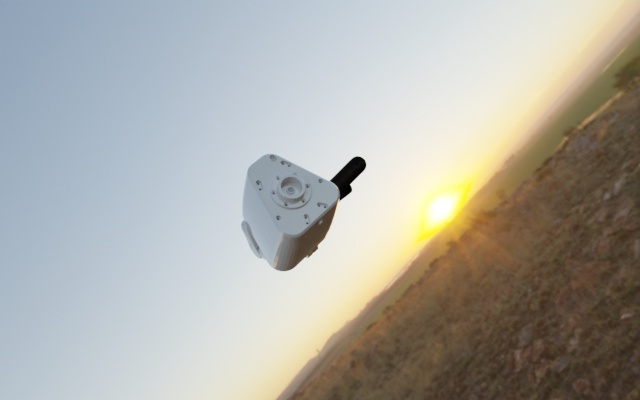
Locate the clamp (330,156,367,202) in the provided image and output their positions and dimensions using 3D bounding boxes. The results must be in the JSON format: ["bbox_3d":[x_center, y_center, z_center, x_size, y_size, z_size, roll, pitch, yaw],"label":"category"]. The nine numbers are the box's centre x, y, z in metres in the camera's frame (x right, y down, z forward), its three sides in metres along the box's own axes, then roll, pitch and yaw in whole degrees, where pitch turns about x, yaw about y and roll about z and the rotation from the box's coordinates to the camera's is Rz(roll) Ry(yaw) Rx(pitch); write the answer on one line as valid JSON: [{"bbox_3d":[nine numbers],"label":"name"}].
[{"bbox_3d":[0.000,0.002,0.694,0.171,0.039,0.120,-42,-14,-27],"label":"clamp"}]
